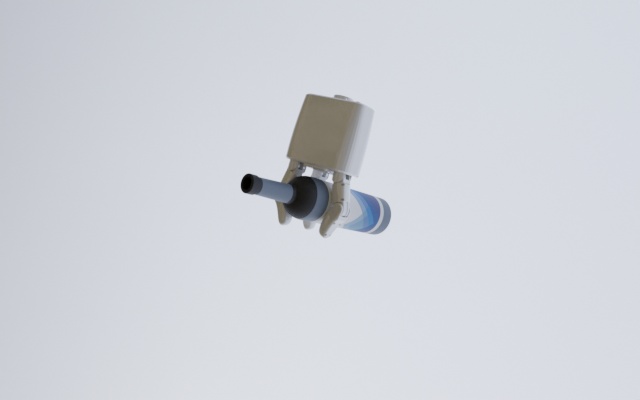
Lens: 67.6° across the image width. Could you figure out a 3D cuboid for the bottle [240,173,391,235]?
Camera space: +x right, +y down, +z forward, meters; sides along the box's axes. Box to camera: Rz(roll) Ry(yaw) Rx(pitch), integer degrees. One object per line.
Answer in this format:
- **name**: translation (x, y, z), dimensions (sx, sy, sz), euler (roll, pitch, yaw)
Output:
- **bottle**: translation (0.000, 0.003, 0.737), dimensions (0.069, 0.069, 0.296), euler (0, -10, 42)
